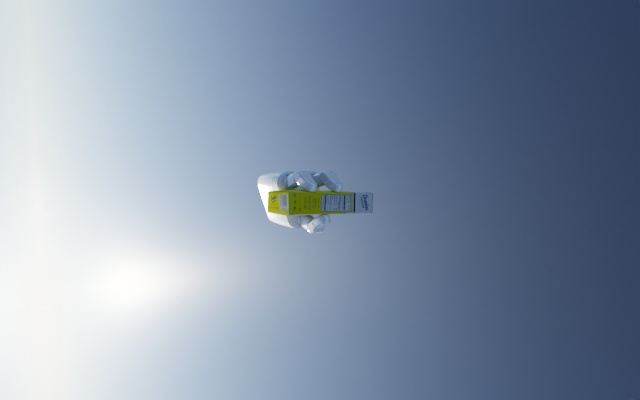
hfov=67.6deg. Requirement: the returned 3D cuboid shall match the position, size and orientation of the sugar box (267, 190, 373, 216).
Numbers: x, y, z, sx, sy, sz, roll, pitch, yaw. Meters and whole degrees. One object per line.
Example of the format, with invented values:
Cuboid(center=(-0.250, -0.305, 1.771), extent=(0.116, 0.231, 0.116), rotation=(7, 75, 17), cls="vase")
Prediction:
Cuboid(center=(0.000, 0.002, 0.886), extent=(0.176, 0.048, 0.093), rotation=(-3, 4, -31), cls="sugar box")
